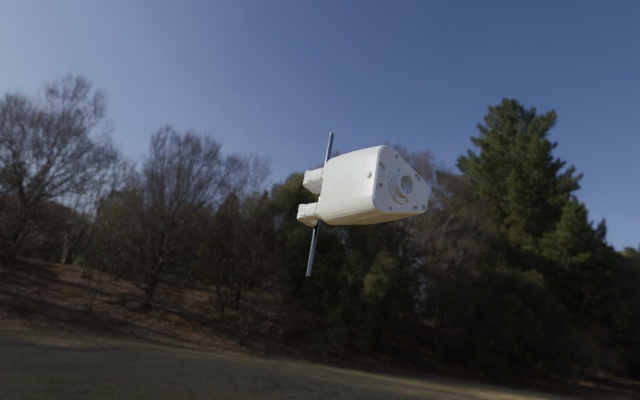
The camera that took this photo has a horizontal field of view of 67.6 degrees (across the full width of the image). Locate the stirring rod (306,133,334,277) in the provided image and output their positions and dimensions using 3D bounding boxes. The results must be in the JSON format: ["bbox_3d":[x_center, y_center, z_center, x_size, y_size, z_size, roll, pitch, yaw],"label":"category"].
[{"bbox_3d":[0.000,0.003,0.763,0.011,0.239,0.011,9,-17,3],"label":"stirring rod"}]
